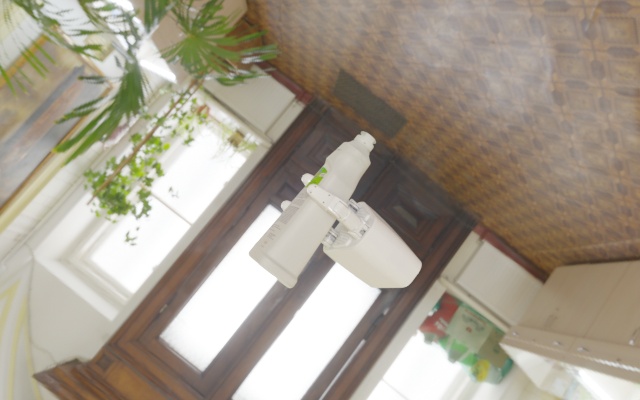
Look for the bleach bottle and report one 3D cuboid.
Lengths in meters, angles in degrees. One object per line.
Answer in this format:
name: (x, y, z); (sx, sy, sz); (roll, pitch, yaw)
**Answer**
bleach bottle: (0.000, 0.002, 0.697); (0.068, 0.251, 0.102); (41, -10, -19)
